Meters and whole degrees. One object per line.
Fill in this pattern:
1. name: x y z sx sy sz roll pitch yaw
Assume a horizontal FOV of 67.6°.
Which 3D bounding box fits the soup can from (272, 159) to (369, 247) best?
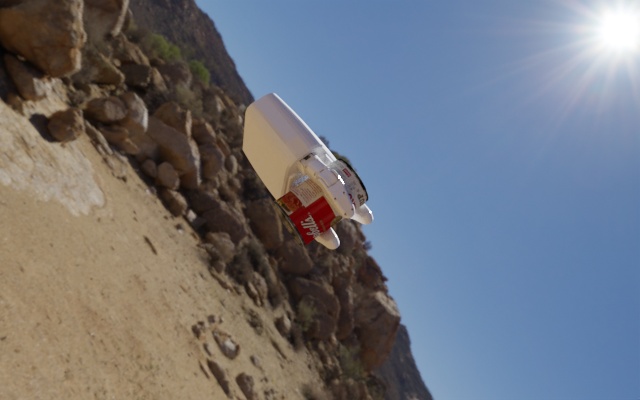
1. soup can: 0.001 0.002 0.596 0.102 0.068 0.068 -34 7 -11
